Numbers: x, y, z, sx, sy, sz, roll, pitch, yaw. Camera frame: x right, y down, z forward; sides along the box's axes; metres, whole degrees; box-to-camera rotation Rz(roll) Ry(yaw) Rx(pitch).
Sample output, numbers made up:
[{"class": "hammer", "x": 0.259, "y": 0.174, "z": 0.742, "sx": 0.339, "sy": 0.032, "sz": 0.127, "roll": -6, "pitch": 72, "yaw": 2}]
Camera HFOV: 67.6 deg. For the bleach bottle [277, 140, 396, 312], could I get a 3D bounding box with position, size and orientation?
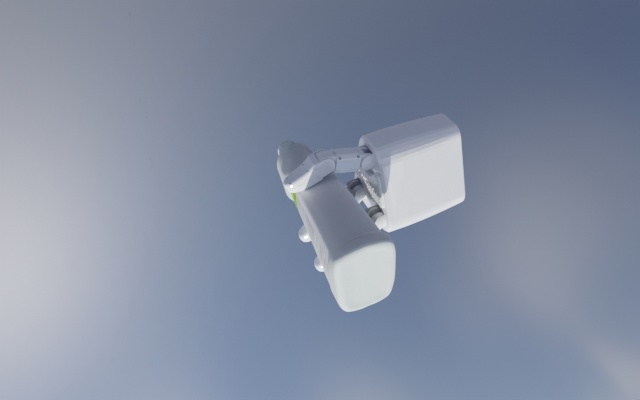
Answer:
[{"class": "bleach bottle", "x": 0.000, "y": 0.002, "z": 0.556, "sx": 0.068, "sy": 0.103, "sz": 0.250, "roll": -19, "pitch": 45, "yaw": -12}]
